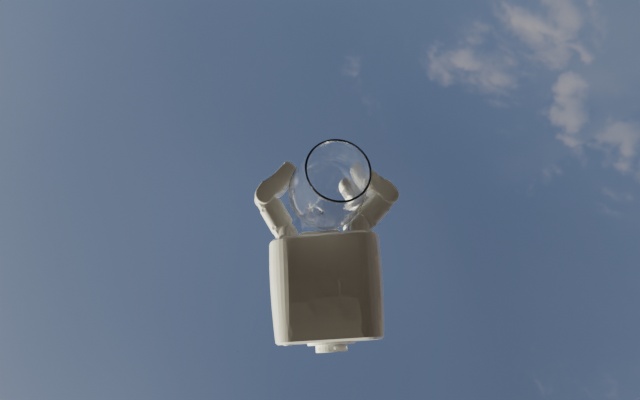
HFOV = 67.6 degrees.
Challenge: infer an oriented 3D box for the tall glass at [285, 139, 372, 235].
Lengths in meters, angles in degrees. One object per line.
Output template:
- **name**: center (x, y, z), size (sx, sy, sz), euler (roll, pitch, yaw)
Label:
- **tall glass**: center (0.000, 0.002, 0.522), size (0.079, 0.079, 0.201), euler (0, -17, -10)
